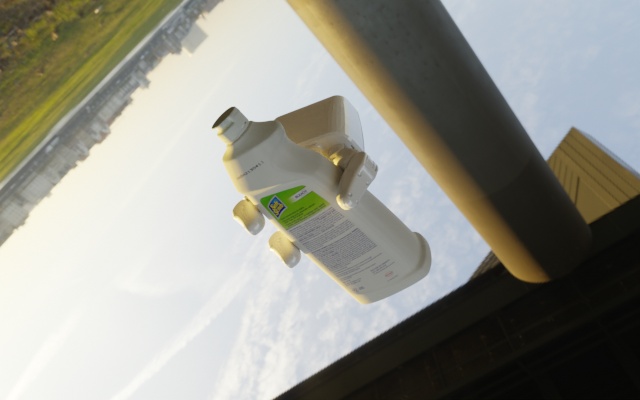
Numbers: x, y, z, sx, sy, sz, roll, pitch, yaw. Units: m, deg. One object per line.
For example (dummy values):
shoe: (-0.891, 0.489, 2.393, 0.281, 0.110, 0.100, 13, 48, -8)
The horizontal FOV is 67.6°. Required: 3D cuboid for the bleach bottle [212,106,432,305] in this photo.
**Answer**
bleach bottle: (0.000, 0.002, 0.474, 0.102, 0.251, 0.068, -33, 28, 24)
